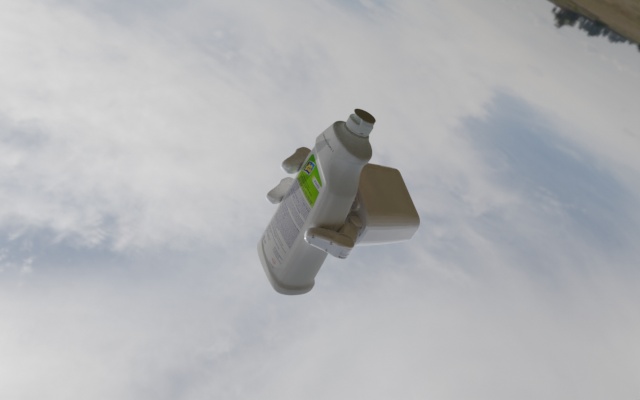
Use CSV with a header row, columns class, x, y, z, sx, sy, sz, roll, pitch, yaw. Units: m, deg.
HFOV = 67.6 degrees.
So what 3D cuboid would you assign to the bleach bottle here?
class,x,y,z,sx,sy,sz,roll,pitch,yaw
bleach bottle,0.000,0.002,0.599,0.068,0.251,0.102,3,41,-36
